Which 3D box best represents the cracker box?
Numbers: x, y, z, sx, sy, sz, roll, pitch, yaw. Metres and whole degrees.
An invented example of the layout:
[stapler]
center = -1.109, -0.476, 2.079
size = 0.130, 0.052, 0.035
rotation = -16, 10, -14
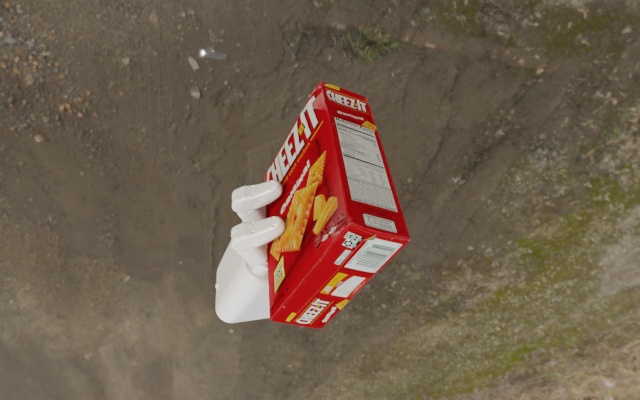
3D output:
[cracker box]
center = 0.000, 0.002, 0.515
size = 0.072, 0.213, 0.164
rotation = 16, -48, -25
